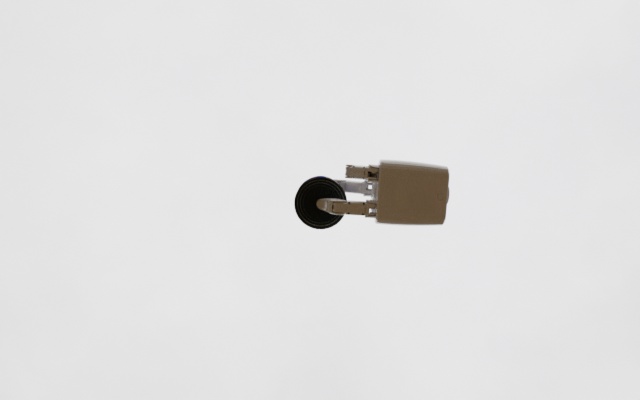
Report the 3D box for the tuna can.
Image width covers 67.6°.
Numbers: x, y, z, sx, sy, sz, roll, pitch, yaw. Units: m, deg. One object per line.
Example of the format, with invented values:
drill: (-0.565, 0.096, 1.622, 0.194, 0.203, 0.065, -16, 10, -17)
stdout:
tuna can: (0.000, 0.002, 0.784, 0.086, 0.086, 0.033, 0, 8, -1)
